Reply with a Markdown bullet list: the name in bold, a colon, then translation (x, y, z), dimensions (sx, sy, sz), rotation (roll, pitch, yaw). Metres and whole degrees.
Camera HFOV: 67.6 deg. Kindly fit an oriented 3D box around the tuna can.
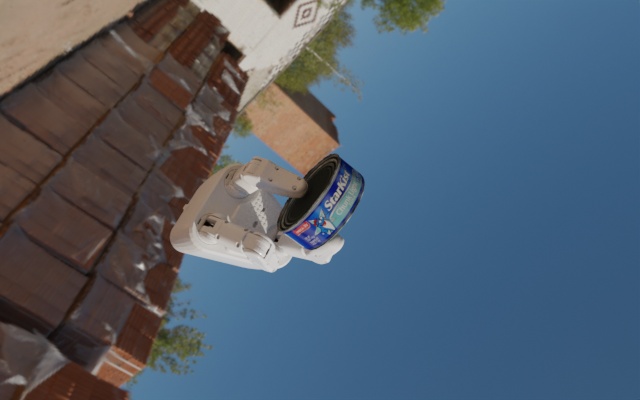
- **tuna can**: translation (0.001, 0.002, 0.428), dimensions (0.034, 0.086, 0.086), rotation (38, -13, -17)
